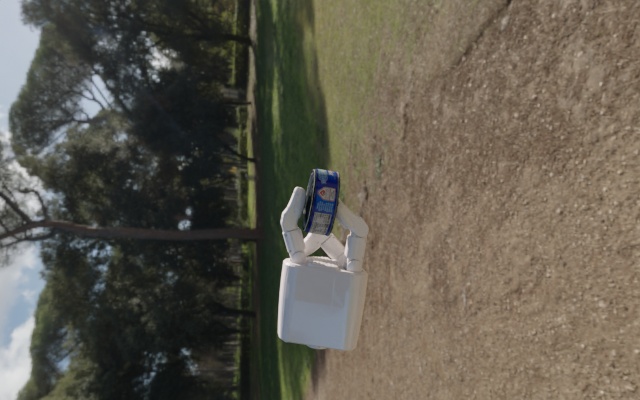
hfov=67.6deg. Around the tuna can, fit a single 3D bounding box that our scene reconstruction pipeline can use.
[{"bbox_3d":[0.000,0.002,0.624,0.034,0.086,0.086,9,-1,-8],"label":"tuna can"}]
